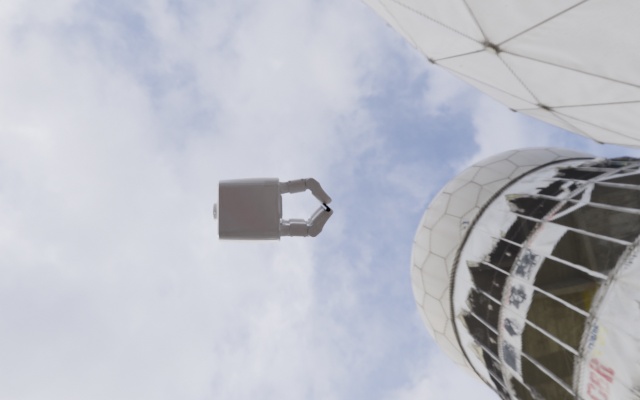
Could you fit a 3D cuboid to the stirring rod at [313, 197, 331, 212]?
[{"bbox_3d":[0.000,0.003,0.898,0.011,0.011,0.239,0,6,-6],"label":"stirring rod"}]
